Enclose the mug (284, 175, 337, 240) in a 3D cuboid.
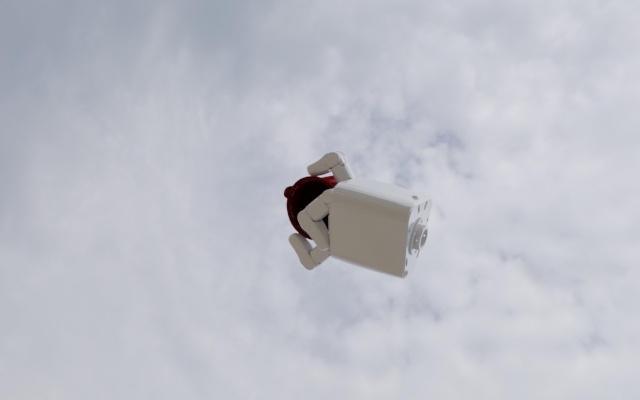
[{"bbox_3d":[-0.001,0.002,0.713,0.117,0.093,0.081,19,18,27],"label":"mug"}]
